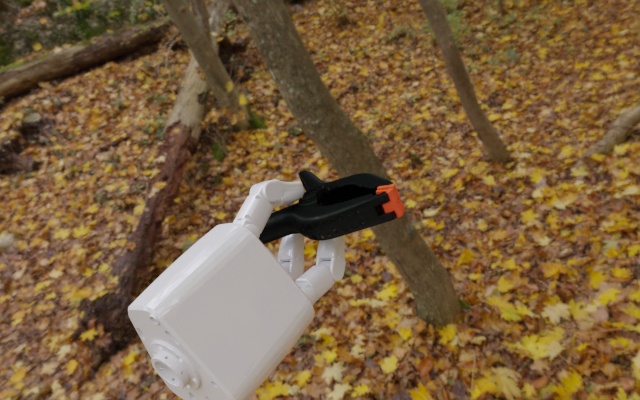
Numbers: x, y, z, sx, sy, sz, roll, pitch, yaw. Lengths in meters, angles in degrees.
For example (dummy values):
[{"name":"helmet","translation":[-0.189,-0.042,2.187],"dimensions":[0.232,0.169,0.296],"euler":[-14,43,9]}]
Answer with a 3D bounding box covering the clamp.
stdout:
[{"name":"clamp","translation":[0.000,0.001,0.490],"dimensions":[0.210,0.036,0.164],"euler":[-10,25,41]}]
